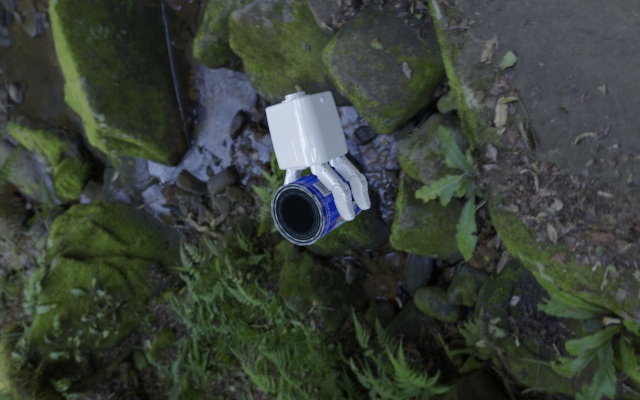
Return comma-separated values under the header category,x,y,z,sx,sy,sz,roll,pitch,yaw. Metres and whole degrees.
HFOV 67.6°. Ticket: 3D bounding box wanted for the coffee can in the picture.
category,x,y,z,sx,sy,sz,roll,pitch,yaw
coffee can,0.000,0.003,0.802,0.103,0.103,0.140,0,17,34
